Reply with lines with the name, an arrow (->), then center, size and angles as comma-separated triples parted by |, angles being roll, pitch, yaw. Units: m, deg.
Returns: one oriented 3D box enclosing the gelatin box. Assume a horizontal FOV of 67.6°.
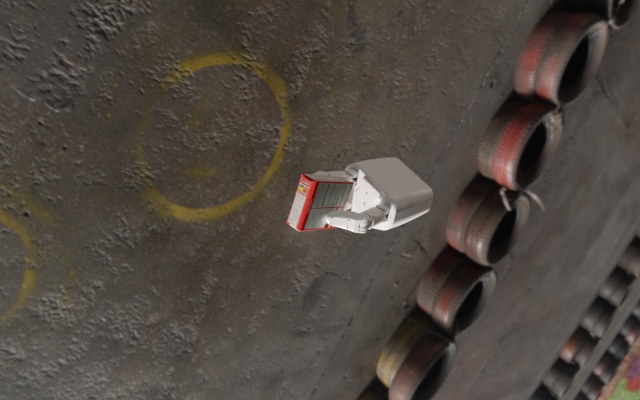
gelatin box -> 0.000, 0.002, 0.664 | 0.030, 0.073, 0.089 | 30, 19, 34
